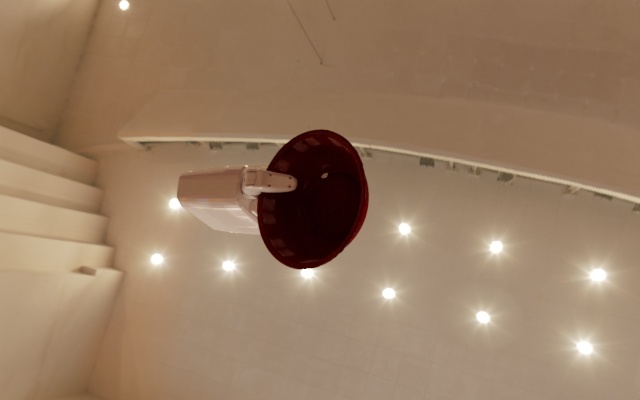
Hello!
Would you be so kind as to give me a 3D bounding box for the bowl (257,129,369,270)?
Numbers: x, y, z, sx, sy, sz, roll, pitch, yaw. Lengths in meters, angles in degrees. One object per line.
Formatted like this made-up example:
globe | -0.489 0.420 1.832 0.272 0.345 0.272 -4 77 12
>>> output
bowl | 0.001 0.002 0.559 0.162 0.162 0.055 0 -11 40
